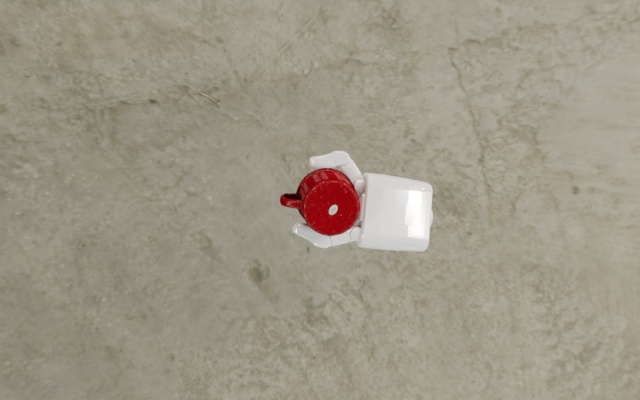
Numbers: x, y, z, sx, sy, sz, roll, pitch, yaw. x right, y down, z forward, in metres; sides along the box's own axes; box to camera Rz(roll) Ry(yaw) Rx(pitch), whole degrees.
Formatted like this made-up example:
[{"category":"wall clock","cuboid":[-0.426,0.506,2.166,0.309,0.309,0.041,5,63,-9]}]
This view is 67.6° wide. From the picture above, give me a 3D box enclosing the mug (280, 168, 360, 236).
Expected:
[{"category":"mug","cuboid":[-0.001,0.002,0.689,0.117,0.093,0.081,6,10,-6]}]
